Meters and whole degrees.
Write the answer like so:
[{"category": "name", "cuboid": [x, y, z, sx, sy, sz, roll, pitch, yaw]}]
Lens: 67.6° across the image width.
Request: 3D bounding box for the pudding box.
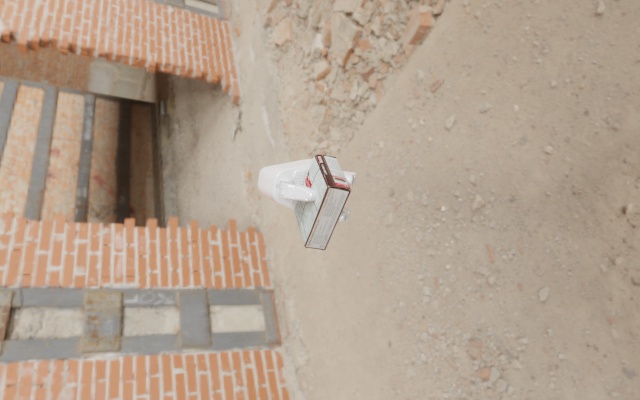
[{"category": "pudding box", "cuboid": [0.000, 0.002, 0.702, 0.039, 0.113, 0.090, 7, 34, -21]}]
